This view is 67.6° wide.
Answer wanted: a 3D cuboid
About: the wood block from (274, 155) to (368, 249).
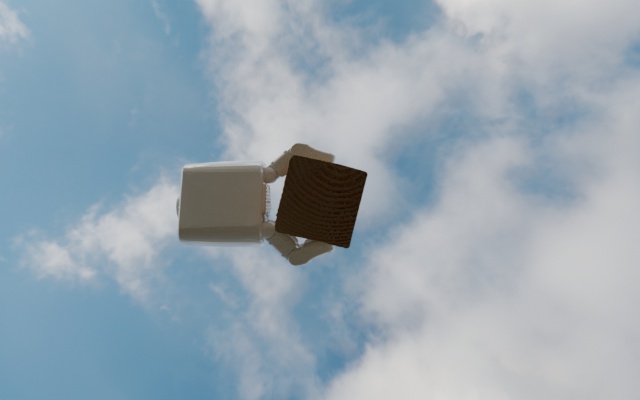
[{"bbox_3d":[0.000,0.002,0.630,0.090,0.091,0.206,13,0,0],"label":"wood block"}]
